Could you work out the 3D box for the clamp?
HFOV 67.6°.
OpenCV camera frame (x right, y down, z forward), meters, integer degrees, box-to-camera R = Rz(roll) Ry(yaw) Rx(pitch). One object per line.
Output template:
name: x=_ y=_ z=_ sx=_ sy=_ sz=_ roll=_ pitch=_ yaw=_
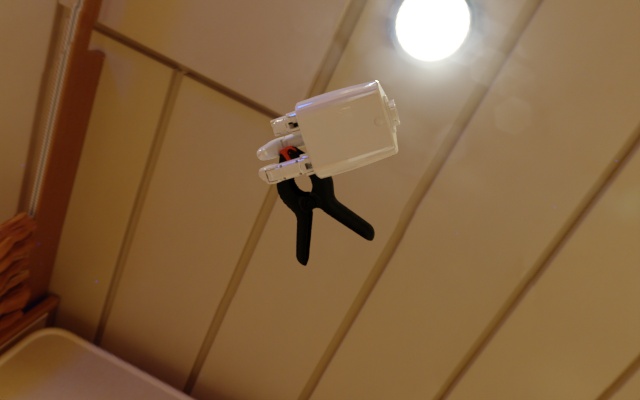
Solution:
clamp: x=0.000 y=0.002 z=0.659 sx=0.120 sy=0.171 sz=0.039 roll=-16 pitch=15 yaw=12
